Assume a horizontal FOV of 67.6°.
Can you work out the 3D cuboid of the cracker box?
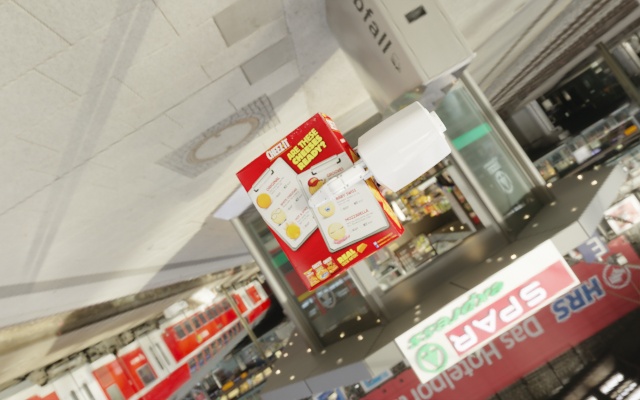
[{"bbox_3d":[0.000,0.003,0.724,0.164,0.213,0.072,-34,-5,15],"label":"cracker box"}]
